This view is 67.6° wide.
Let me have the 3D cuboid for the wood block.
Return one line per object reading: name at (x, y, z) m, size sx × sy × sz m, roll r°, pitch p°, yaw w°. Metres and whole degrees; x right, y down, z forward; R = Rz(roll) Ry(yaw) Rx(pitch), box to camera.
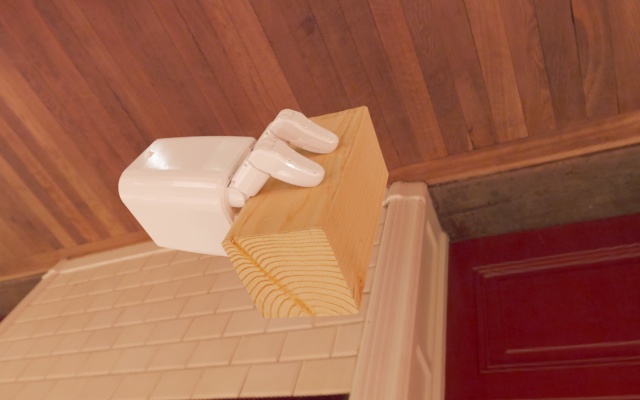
wood block at (0.000, 0.002, 0.453) m, size 0.090 × 0.091 × 0.206 m, roll -8°, pitch 33°, yaw 22°
